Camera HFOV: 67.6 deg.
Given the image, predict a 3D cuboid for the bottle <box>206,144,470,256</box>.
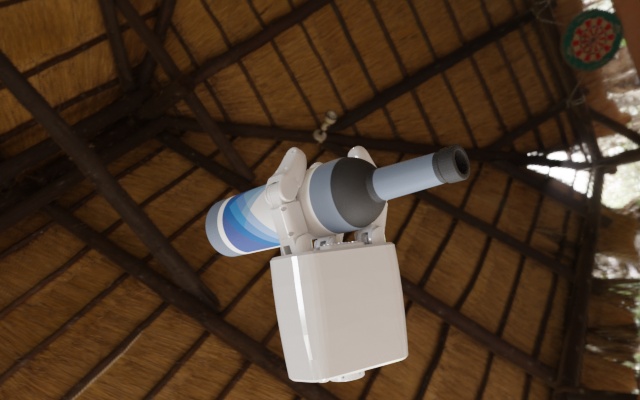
[{"bbox_3d":[0.000,0.001,0.453,0.296,0.069,0.069,-16,-11,42],"label":"bottle"}]
